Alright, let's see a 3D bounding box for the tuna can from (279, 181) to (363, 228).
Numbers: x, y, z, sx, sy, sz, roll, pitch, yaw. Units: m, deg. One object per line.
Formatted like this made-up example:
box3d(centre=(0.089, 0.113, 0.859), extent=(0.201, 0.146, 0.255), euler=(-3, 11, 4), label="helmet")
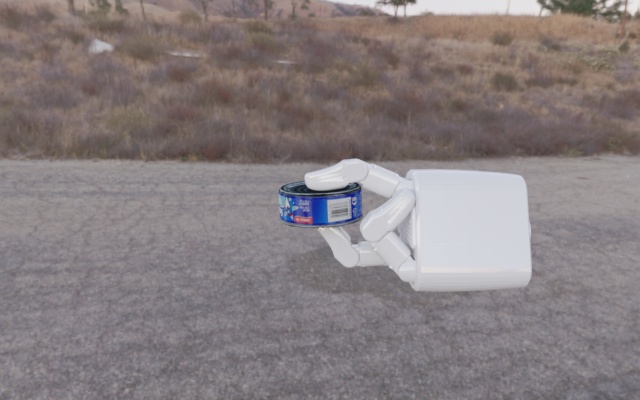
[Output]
box3d(centre=(0.000, 0.001, 0.487), extent=(0.086, 0.034, 0.086), euler=(-2, 12, 0), label="tuna can")
